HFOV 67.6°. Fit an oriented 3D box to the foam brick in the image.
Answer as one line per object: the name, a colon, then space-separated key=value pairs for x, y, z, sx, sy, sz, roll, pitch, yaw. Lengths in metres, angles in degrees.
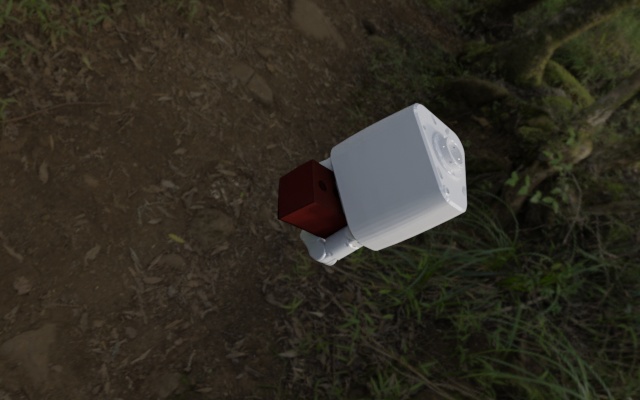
foam brick: x=0.000 y=0.002 z=0.506 sx=0.051 sy=0.053 sz=0.078 roll=-27 pitch=-39 yaw=35
